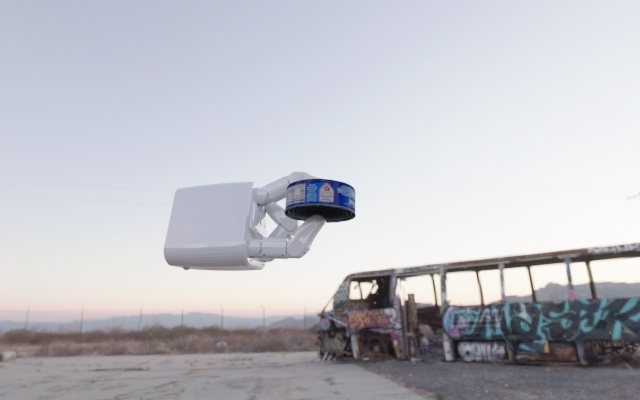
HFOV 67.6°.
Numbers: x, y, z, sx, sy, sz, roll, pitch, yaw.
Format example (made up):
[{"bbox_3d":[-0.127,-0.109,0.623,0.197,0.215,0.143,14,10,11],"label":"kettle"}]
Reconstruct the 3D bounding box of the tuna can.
[{"bbox_3d":[0.000,0.001,0.575,0.086,0.033,0.086,2,-15,1],"label":"tuna can"}]
